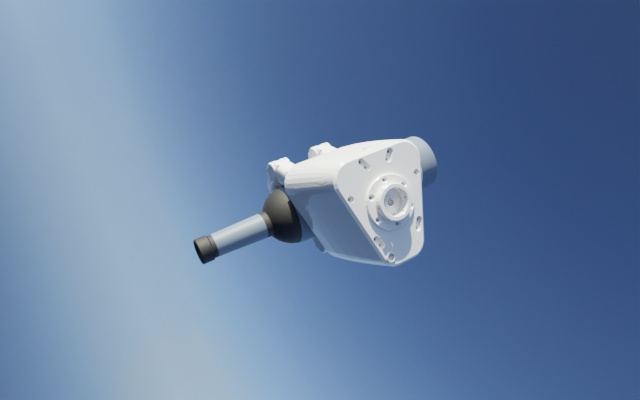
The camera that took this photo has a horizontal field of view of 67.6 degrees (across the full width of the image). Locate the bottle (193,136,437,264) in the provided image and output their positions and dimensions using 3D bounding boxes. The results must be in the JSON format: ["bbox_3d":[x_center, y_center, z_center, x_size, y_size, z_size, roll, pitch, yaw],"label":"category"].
[{"bbox_3d":[0.000,0.002,0.546,0.295,0.069,0.069,-22,9,-23],"label":"bottle"}]
